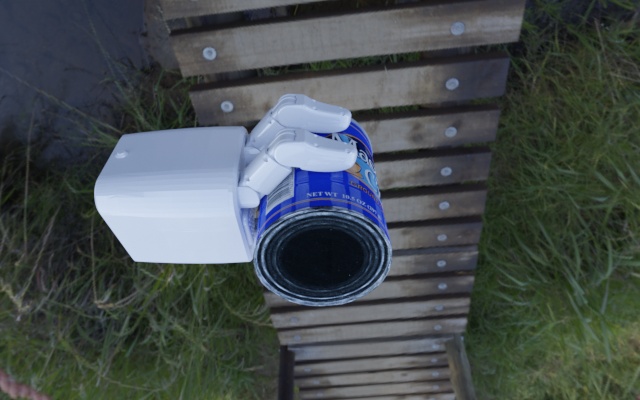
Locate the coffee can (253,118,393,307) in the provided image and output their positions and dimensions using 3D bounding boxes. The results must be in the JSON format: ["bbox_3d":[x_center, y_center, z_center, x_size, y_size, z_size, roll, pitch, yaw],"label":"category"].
[{"bbox_3d":[0.000,0.001,0.403,0.103,0.103,0.140,0,39,-2],"label":"coffee can"}]
